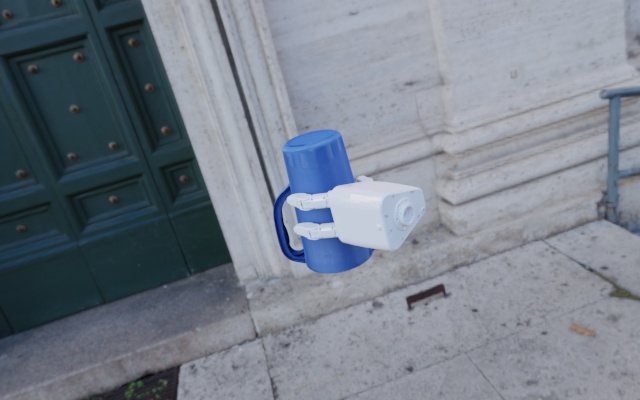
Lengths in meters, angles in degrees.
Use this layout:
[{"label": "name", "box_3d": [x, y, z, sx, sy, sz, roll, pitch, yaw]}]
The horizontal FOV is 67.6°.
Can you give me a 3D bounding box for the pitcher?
[{"label": "pitcher", "box_3d": [0.000, 0.003, 0.871, 0.149, 0.243, 0.145, -29, 24, -34]}]
